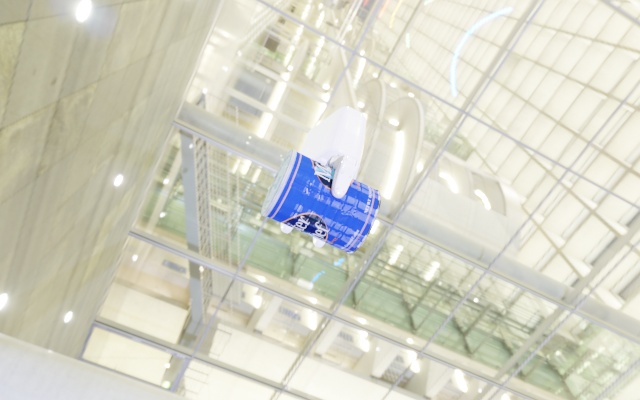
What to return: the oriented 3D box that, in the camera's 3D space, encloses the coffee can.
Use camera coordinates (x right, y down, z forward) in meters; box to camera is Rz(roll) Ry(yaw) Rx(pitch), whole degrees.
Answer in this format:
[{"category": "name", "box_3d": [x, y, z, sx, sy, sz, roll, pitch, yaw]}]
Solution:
[{"category": "coffee can", "box_3d": [0.000, 0.002, 0.682, 0.140, 0.103, 0.103, 25, -6, -12]}]
